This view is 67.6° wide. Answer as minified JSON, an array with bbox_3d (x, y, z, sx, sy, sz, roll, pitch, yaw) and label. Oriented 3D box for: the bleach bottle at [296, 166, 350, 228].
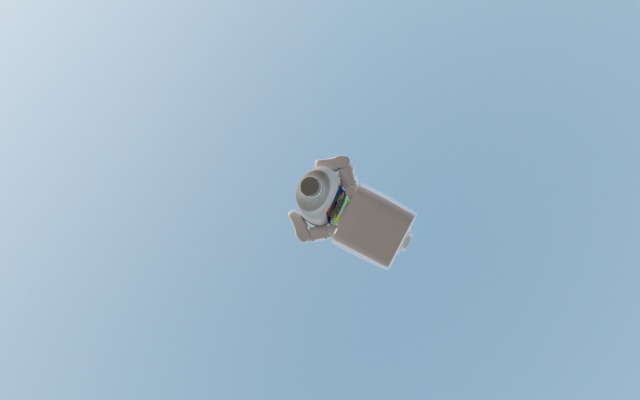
[{"bbox_3d":[0.000,0.003,0.802,0.068,0.102,0.251,27,-2,11],"label":"bleach bottle"}]
